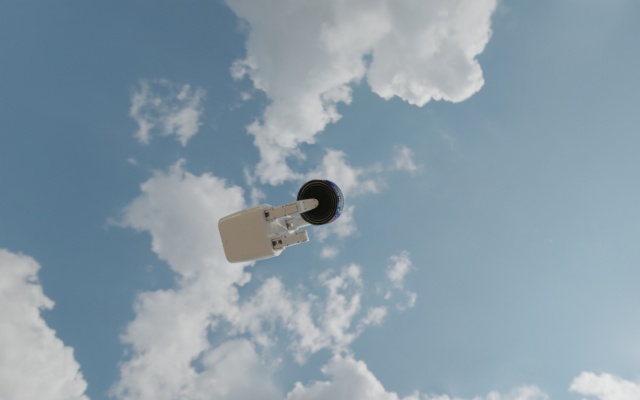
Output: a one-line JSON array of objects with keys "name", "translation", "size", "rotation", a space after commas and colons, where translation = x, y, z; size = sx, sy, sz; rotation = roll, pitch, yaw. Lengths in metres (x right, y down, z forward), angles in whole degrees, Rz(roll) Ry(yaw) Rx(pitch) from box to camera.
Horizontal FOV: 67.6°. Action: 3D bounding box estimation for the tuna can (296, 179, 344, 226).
[{"name": "tuna can", "translation": [0.000, 0.003, 0.894], "size": [0.086, 0.086, 0.034], "rotation": [0, 3, 27]}]
